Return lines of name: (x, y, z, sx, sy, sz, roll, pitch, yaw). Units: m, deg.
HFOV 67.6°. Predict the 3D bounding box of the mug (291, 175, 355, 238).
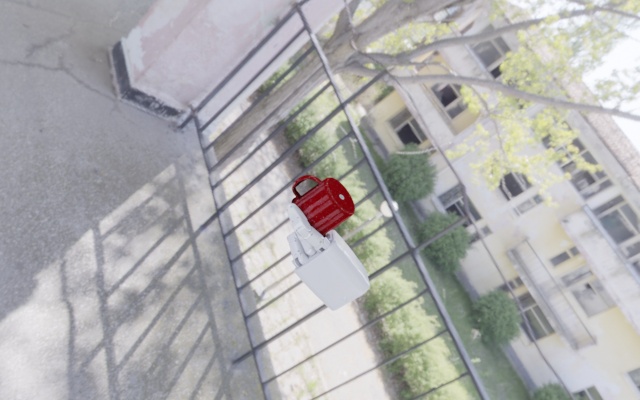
mug: (-0.001, 0.002, 0.856, 0.081, 0.117, 0.093, -35, 13, 25)
